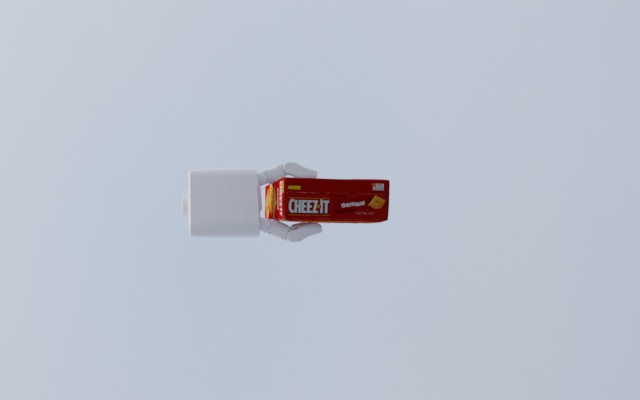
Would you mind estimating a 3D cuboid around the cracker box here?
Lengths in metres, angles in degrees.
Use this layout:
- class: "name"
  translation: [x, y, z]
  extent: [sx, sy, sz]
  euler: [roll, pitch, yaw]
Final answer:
- class: "cracker box"
  translation: [0.000, 0.002, 0.799]
  extent: [0.164, 0.072, 0.213]
  euler: [0, -1, -14]
